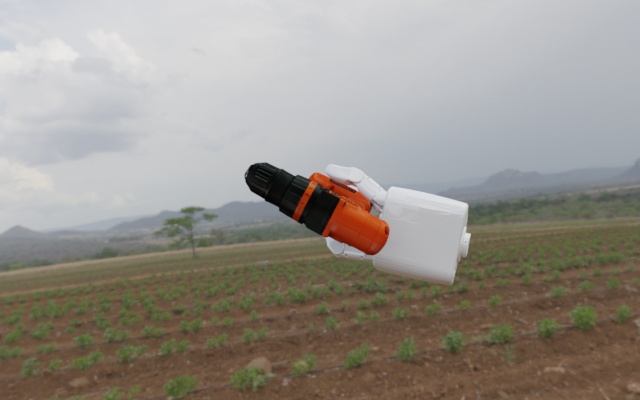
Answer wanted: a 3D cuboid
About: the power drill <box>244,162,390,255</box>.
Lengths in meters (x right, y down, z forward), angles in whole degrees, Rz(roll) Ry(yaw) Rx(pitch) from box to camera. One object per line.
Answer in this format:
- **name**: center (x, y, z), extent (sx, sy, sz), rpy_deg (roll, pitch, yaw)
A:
- **power drill**: center (0.000, 0.002, 0.630), extent (0.184, 0.057, 0.187), rpy_deg (29, 9, 2)
